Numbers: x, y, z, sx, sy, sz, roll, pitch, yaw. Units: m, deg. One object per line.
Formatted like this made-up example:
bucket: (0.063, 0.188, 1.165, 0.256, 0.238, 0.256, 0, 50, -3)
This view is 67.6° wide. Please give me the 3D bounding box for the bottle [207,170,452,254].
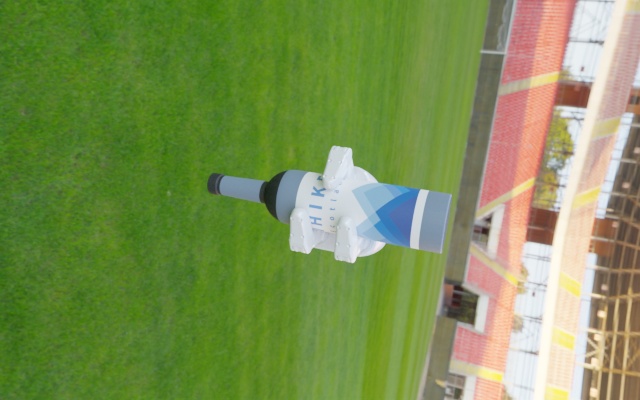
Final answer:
bottle: (0.000, 0.002, 0.568, 0.295, 0.069, 0.069, 10, 3, 17)
